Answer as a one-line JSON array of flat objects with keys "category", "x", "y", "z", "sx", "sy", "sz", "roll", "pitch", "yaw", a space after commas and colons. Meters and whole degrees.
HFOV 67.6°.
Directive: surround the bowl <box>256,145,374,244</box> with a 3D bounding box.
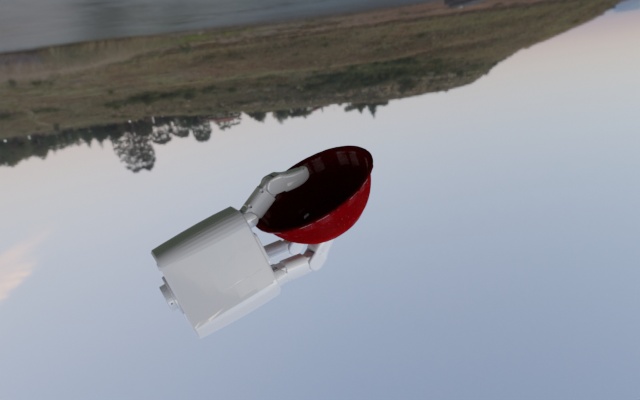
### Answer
[{"category": "bowl", "x": 0.001, "y": 0.001, "z": 0.580, "sx": 0.162, "sy": 0.055, "sz": 0.162, "roll": -24, "pitch": 29, "yaw": 14}]
